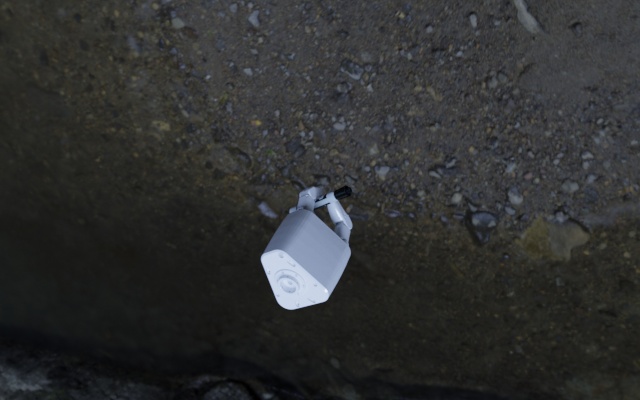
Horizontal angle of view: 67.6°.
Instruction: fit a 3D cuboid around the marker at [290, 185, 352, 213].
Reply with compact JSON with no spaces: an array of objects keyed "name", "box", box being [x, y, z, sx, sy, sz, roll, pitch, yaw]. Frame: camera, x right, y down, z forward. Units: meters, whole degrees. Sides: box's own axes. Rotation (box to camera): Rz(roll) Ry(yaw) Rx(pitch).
[{"name":"marker","box":[0.000,0.003,0.784,0.121,0.020,0.020,-22,-12,32]}]
